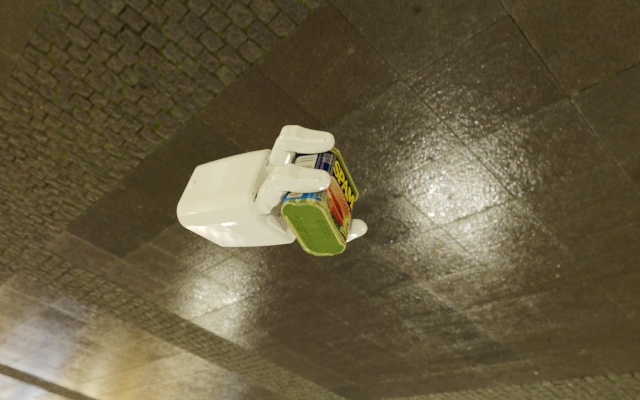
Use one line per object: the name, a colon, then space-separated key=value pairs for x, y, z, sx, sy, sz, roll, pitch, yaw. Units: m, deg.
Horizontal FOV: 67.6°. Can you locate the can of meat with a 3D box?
can of meat: x=0.000 y=0.002 z=0.542 sx=0.057 sy=0.084 sz=0.102 roll=-5 pitch=-42 yaw=23
